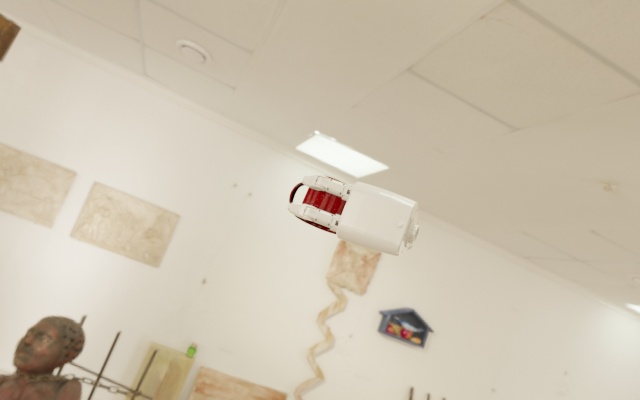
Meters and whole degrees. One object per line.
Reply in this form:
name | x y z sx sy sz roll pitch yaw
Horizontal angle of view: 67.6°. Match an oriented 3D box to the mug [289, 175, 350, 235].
mug | -0.001 0.002 0.853 0.117 0.081 0.093 19 -10 20
